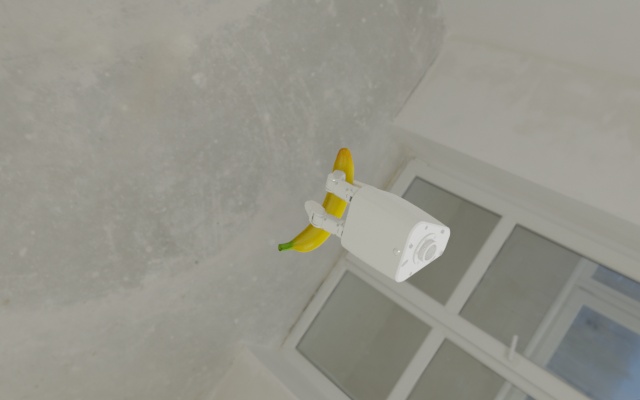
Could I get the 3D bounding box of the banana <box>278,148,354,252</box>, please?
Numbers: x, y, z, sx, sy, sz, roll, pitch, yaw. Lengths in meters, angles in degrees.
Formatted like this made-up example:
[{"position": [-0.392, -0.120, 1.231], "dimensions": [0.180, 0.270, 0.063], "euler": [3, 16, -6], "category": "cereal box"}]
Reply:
[{"position": [0.010, 0.011, 0.777], "dimensions": [0.070, 0.198, 0.037], "euler": [26, 7, -47], "category": "banana"}]
